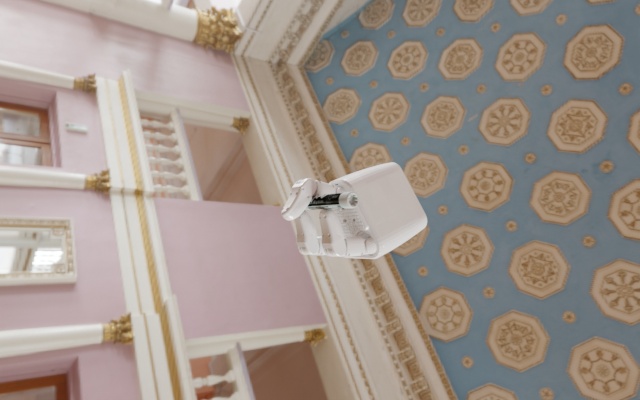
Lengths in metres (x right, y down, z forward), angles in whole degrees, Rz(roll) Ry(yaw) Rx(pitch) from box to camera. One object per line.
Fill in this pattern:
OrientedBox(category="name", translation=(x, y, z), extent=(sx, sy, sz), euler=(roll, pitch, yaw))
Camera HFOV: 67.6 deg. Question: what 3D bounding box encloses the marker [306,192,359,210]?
OrientedBox(category="marker", translation=(0.000, 0.002, 0.586), extent=(0.020, 0.020, 0.121), euler=(0, -3, -38))
